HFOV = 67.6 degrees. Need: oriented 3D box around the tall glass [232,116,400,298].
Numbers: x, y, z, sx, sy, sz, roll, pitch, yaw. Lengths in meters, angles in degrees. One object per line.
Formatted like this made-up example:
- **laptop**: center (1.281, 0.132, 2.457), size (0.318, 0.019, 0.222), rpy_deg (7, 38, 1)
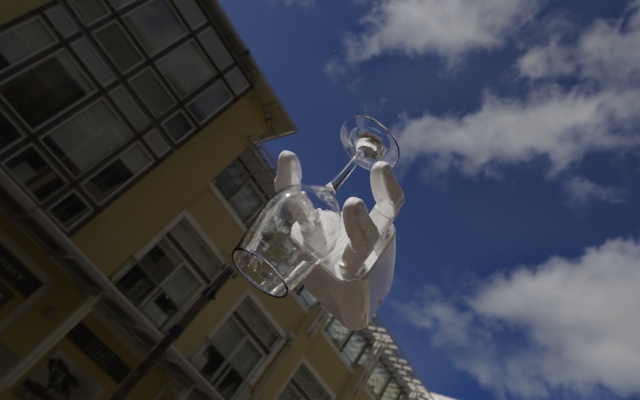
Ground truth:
- **tall glass**: center (0.000, 0.001, 0.473), size (0.079, 0.079, 0.201), rpy_deg (0, 39, 45)
